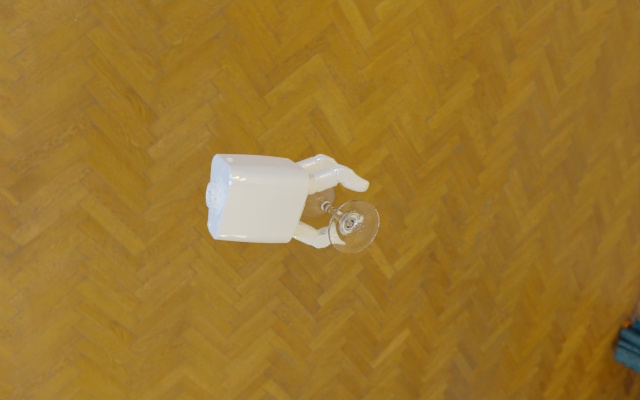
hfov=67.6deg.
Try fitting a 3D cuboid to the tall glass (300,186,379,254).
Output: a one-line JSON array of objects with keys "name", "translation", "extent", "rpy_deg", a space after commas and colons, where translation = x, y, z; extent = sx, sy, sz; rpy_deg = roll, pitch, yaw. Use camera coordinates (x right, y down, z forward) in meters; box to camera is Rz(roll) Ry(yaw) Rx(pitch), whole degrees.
[{"name": "tall glass", "translation": [0.001, 0.003, 0.692], "extent": [0.079, 0.079, 0.201], "rpy_deg": [0, 19, -27]}]
